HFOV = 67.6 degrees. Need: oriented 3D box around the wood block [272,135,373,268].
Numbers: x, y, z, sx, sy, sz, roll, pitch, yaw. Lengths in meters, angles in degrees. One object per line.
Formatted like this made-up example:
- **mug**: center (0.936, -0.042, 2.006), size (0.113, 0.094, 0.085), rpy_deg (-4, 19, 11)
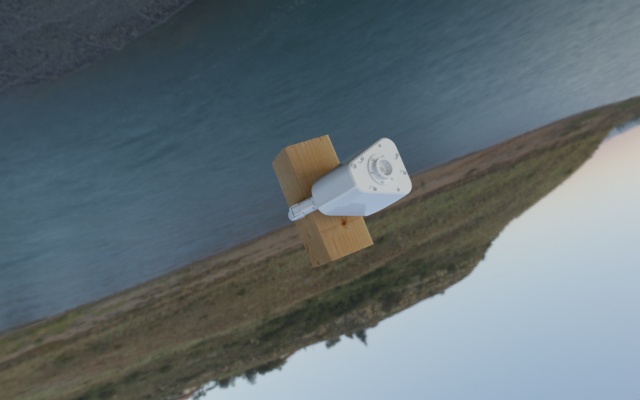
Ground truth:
- **wood block**: center (0.000, 0.003, 0.842), size (0.091, 0.206, 0.090), rpy_deg (-19, -7, -24)
